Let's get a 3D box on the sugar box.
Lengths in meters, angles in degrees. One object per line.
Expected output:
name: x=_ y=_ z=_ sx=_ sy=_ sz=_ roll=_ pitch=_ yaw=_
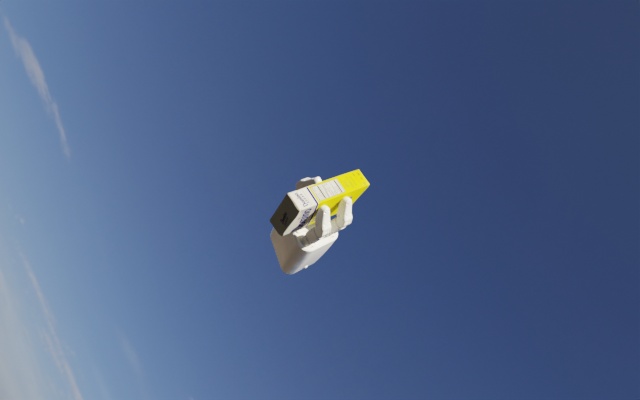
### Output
sugar box: x=0.000 y=0.003 z=0.876 sx=0.176 sy=0.048 sz=0.093 roll=-24 pitch=-19 yaw=-39
